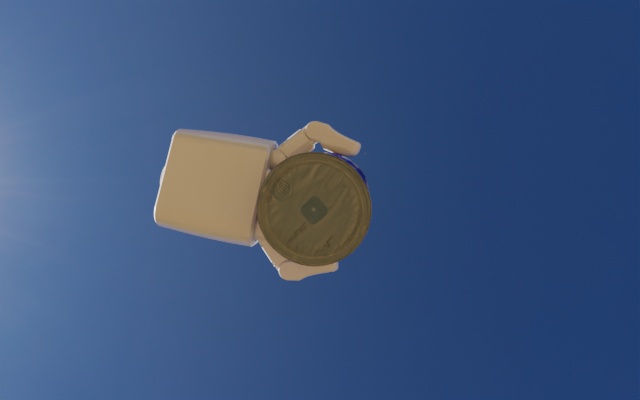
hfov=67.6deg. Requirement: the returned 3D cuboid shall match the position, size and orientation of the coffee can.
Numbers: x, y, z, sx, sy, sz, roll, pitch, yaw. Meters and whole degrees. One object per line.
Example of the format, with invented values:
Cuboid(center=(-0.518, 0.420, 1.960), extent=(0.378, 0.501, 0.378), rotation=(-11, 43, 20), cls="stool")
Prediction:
Cuboid(center=(0.000, 0.002, 0.491), extent=(0.103, 0.103, 0.140), rotation=(0, 6, 5), cls="coffee can")
